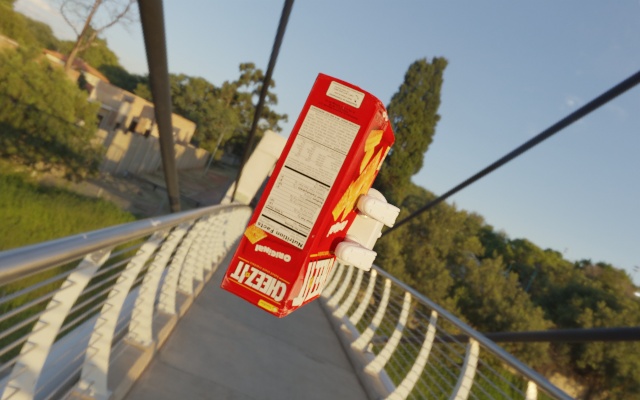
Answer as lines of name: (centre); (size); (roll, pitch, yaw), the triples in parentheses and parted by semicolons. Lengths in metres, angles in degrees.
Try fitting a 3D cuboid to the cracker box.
cracker box: (0.000, 0.001, 0.492); (0.072, 0.213, 0.164); (25, 1, 13)
